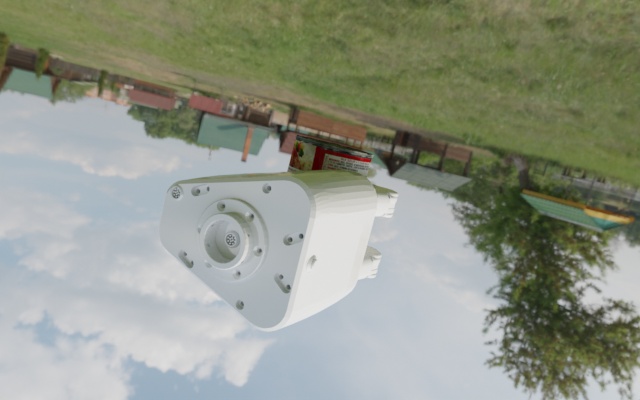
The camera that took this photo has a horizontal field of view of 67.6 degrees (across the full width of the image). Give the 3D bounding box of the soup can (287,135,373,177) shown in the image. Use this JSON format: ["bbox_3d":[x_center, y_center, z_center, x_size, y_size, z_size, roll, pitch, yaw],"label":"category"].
[{"bbox_3d":[0.000,0.002,0.412,0.068,0.102,0.068,14,9,-2],"label":"soup can"}]
